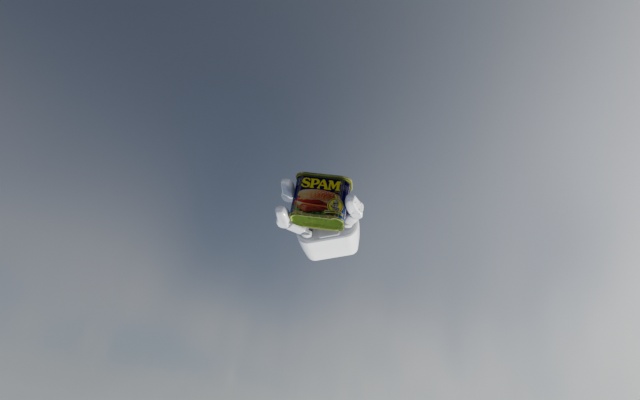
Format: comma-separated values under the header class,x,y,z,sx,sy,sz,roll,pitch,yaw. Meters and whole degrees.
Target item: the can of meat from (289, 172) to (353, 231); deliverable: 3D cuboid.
class,x,y,z,sx,sy,sz,roll,pitch,yaw
can of meat,0.000,0.003,0.837,0.102,0.084,0.057,7,-26,8
